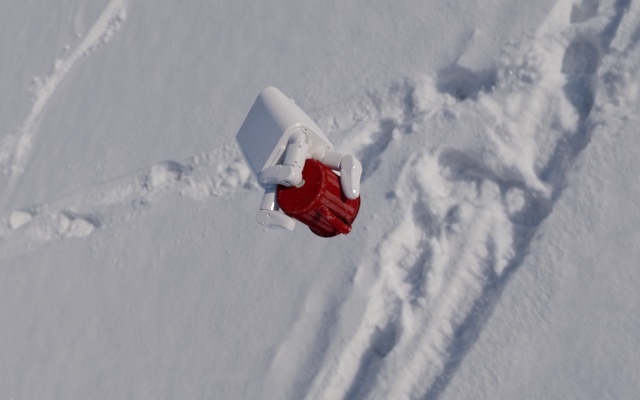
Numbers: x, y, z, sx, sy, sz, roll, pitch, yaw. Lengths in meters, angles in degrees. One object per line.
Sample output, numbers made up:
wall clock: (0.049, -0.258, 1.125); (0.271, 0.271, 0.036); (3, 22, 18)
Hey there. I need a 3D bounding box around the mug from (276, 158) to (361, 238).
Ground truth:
mug: (0.001, 0.003, 0.637); (0.081, 0.093, 0.117); (32, 17, -49)
